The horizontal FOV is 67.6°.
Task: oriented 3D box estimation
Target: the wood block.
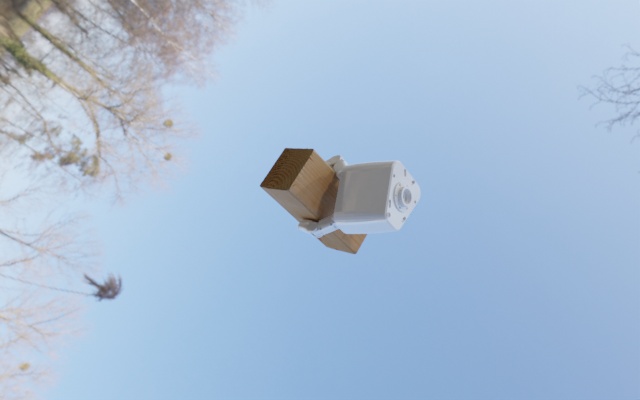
[{"bbox_3d":[0.000,0.003,0.883,0.090,0.090,0.206,9,-29,50],"label":"wood block"}]
